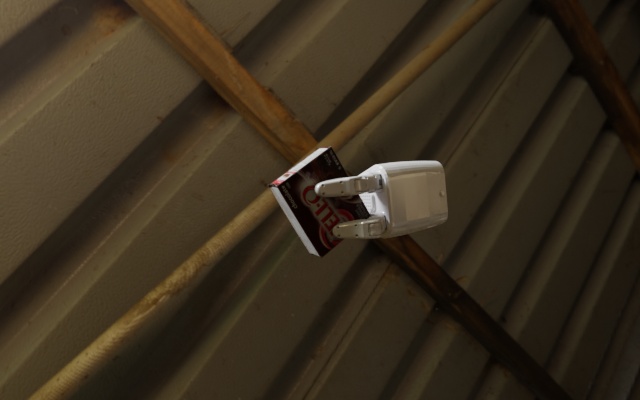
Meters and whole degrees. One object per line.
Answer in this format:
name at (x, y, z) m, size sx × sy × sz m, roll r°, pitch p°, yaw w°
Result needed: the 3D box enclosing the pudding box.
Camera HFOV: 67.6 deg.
pudding box at (0.000, 0.002, 0.609) m, size 0.090 × 0.113 × 0.039 m, roll -38°, pitch 17°, yaw -22°
